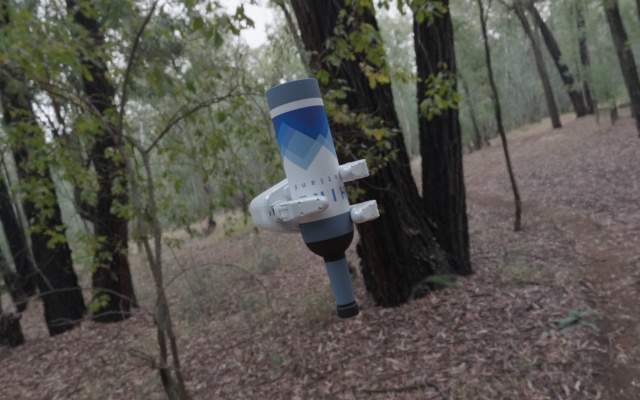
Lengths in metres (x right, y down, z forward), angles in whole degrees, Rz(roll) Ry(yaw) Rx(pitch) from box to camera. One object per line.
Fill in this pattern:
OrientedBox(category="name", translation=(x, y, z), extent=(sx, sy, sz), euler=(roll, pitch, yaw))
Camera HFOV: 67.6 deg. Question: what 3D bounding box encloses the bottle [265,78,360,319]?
OrientedBox(category="bottle", translation=(0.000, 0.002, 0.596), extent=(0.069, 0.296, 0.069), euler=(-14, 3, 1))
